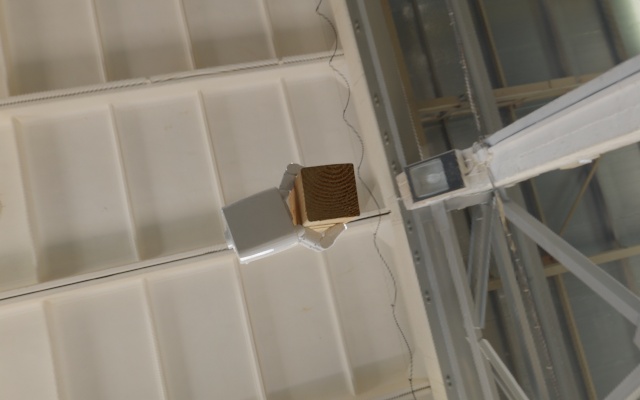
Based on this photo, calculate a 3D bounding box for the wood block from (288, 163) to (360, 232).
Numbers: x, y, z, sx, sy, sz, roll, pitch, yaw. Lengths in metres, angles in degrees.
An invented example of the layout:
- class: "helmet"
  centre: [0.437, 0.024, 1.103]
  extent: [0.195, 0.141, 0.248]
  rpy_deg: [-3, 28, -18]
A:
- class: "wood block"
  centre: [0.000, 0.003, 0.861]
  extent: [0.090, 0.091, 0.206]
  rpy_deg: [-7, -8, -11]
